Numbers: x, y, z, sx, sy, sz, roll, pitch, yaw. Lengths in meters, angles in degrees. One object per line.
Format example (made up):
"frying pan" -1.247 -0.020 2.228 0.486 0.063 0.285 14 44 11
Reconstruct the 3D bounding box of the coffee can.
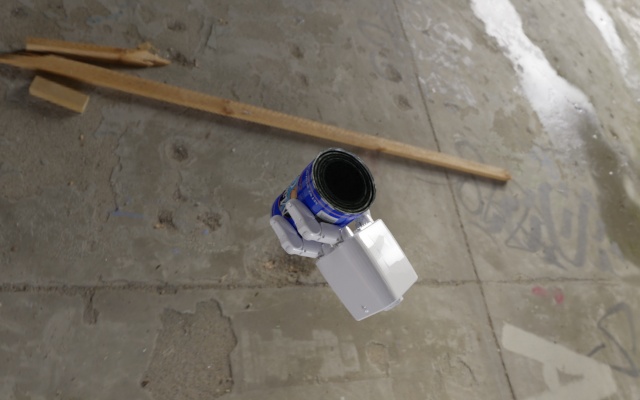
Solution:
"coffee can" 0.000 0.002 0.700 0.103 0.102 0.140 0 -25 -32
